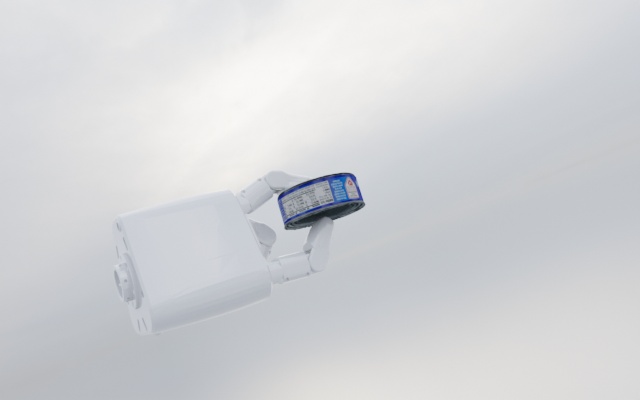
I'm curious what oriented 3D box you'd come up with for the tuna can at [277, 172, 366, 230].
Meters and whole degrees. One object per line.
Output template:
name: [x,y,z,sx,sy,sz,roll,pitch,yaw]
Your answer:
tuna can: [0.000,0.001,0.486,0.086,0.033,0.086,-16,-10,-3]
